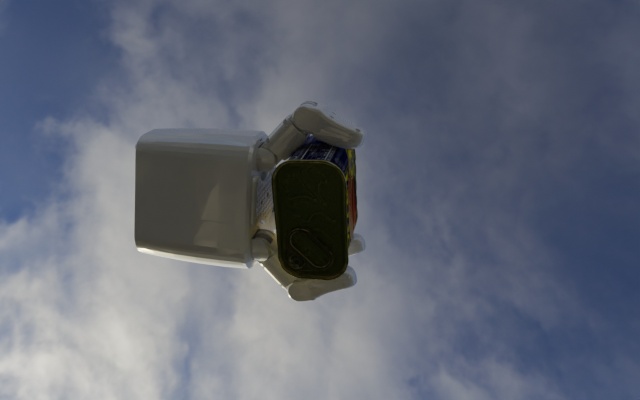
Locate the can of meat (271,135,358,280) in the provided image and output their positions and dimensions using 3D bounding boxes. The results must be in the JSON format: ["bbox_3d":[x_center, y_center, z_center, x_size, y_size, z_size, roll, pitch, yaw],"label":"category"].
[{"bbox_3d":[0.000,0.001,0.403,0.057,0.102,0.084,2,24,11],"label":"can of meat"}]
